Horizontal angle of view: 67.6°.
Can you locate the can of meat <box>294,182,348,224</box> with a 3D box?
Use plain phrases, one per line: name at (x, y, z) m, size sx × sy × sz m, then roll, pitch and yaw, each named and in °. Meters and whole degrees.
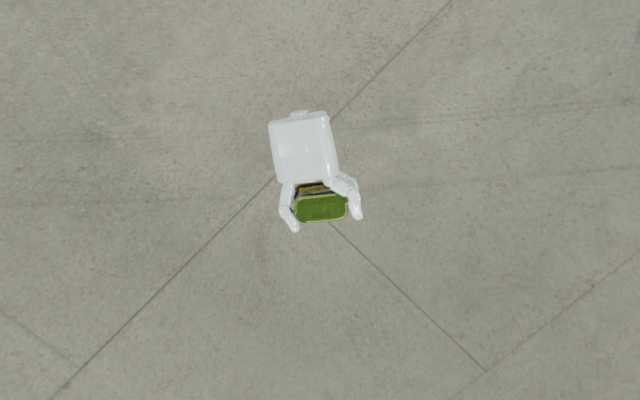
can of meat at (0.000, 0.003, 0.880) m, size 0.102 × 0.057 × 0.084 m, roll -6°, pitch 16°, yaw 0°
